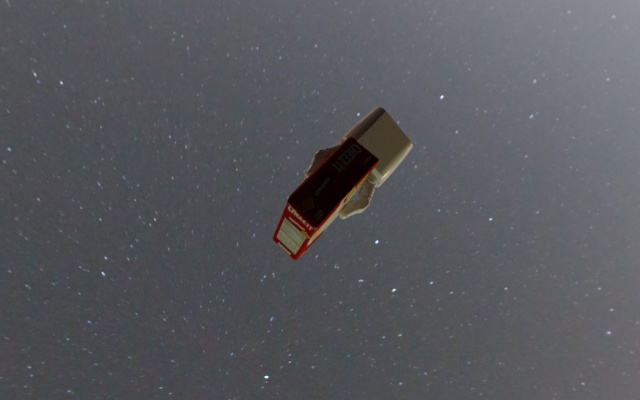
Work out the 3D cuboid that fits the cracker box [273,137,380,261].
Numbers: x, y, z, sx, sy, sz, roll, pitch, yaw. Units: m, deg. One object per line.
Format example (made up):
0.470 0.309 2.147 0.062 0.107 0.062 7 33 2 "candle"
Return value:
0.000 0.003 0.840 0.072 0.164 0.214 41 -23 5 "cracker box"
